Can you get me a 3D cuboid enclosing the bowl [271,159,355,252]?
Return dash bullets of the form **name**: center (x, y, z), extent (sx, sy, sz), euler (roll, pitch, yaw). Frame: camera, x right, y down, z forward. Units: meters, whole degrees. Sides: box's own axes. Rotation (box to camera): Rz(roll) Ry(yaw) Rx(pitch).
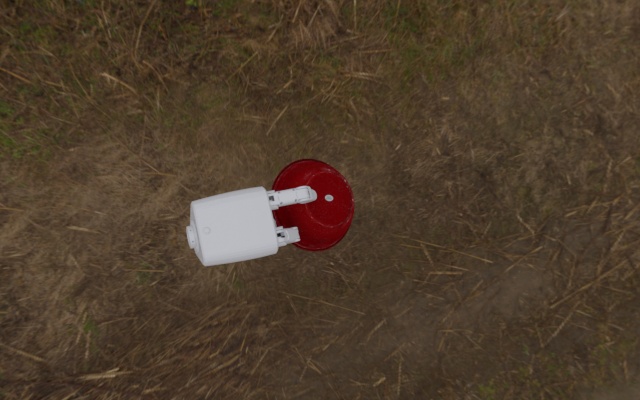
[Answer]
- **bowl**: center (0.001, 0.002, 0.796), extent (0.162, 0.162, 0.055), euler (0, -10, -30)
